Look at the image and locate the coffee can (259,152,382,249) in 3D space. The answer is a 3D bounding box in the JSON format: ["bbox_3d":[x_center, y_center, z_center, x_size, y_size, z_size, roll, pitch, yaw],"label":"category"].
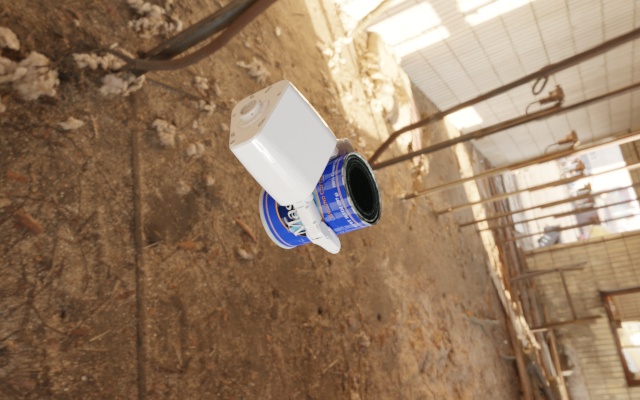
[{"bbox_3d":[0.000,0.002,0.667,0.140,0.103,0.103,-18,-9,29],"label":"coffee can"}]
